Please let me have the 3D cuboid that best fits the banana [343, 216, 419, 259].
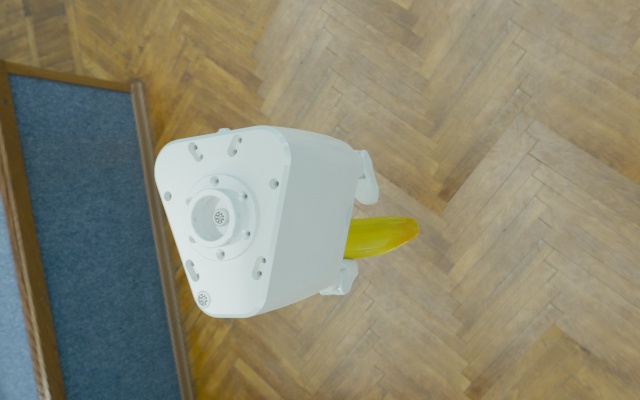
[{"bbox_3d":[-0.009,0.018,0.451,0.198,0.069,0.037,22,5,23],"label":"banana"}]
